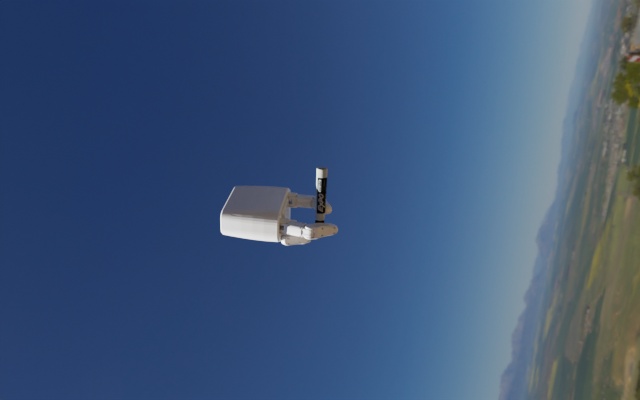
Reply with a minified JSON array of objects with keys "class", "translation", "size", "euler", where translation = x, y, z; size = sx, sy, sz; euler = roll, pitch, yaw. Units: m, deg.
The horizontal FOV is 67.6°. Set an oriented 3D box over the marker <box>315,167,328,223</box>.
[{"class":"marker","translation":[0.000,0.003,0.830],"size":[0.020,0.121,0.020],"euler":[2,17,-1]}]
